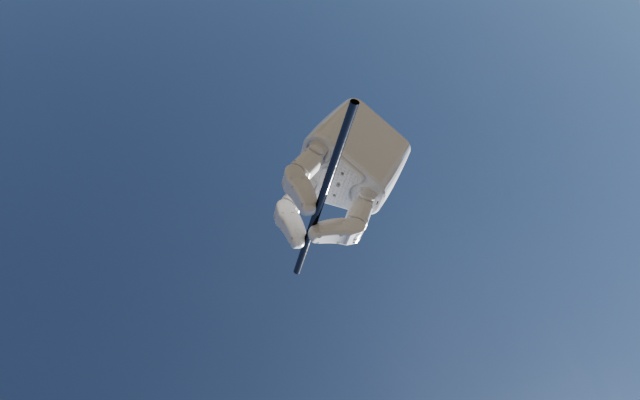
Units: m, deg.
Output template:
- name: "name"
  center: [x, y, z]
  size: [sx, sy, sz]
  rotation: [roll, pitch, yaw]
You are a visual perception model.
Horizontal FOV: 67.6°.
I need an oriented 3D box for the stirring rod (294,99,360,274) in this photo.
- name: "stirring rod"
  center: [0.000, 0.001, 0.467]
  size: [0.011, 0.011, 0.240]
  rotation: [0, -42, -18]
